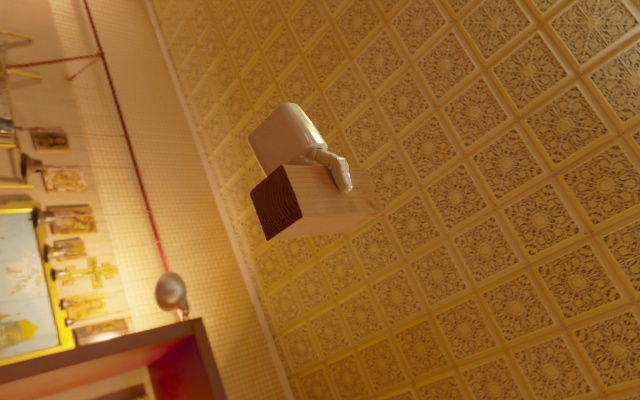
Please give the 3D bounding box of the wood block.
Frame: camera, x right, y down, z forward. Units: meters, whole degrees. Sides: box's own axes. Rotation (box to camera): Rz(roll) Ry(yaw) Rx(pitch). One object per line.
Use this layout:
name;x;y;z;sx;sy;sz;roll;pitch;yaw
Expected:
wood block;0.000;0.002;0.790;0.206;0.090;0.091;-3;-26;-47
